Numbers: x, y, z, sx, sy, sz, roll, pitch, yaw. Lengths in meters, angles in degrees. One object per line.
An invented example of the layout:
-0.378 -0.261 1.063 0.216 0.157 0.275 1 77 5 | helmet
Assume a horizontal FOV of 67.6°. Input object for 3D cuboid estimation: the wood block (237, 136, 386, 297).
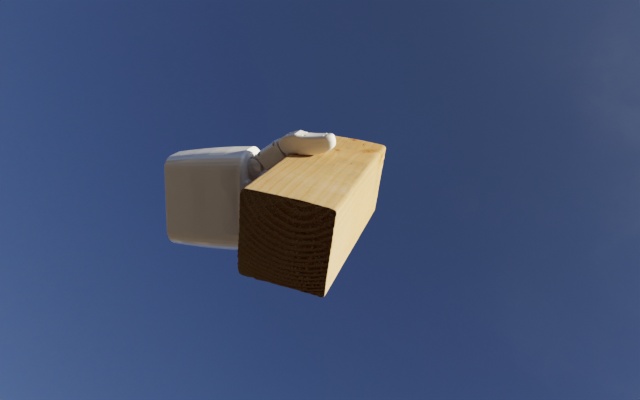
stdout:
0.000 0.001 0.509 0.090 0.091 0.206 13 25 14 | wood block
